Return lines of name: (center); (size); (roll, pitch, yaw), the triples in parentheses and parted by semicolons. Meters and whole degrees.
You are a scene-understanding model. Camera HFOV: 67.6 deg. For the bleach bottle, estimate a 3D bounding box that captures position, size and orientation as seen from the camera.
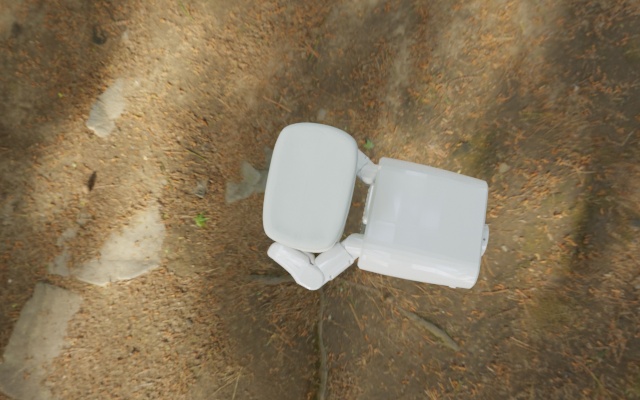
bleach bottle: (0.000, 0.002, 0.489); (0.068, 0.102, 0.251); (12, -4, 5)
